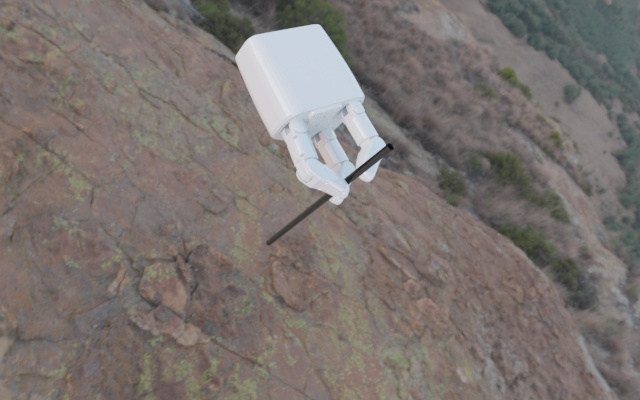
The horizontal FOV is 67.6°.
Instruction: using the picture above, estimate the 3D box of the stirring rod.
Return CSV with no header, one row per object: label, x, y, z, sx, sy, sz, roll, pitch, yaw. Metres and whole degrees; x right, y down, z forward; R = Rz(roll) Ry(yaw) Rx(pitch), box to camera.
stirring rod,0.000,0.002,0.549,0.011,0.011,0.240,0,-27,-40
